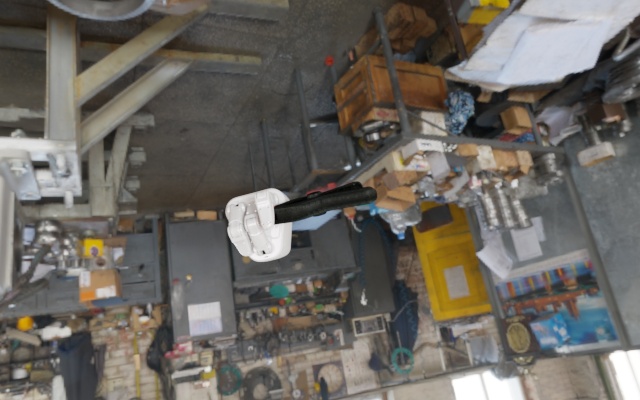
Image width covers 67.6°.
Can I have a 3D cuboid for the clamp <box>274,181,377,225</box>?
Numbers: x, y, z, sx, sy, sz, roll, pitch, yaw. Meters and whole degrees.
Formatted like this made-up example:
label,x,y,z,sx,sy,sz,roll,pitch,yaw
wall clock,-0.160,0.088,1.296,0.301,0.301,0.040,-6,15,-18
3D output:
label,x,y,z,sx,sy,sz,roll,pitch,yaw
clamp,0.000,0.003,0.740,0.171,0.039,0.120,-12,2,4
